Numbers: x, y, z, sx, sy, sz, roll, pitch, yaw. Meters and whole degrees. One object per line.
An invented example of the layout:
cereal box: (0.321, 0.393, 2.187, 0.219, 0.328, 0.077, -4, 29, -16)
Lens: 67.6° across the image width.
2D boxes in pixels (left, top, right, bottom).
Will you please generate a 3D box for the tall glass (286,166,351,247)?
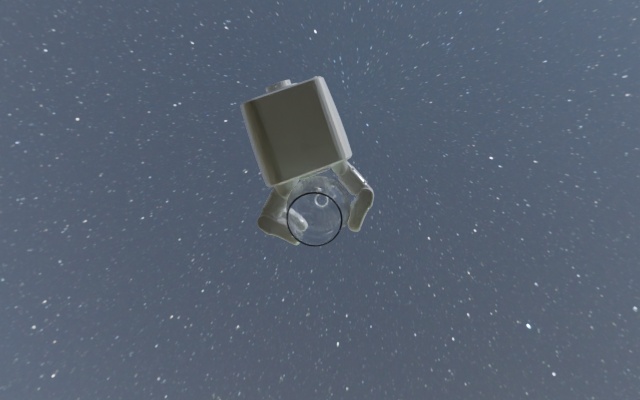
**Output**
tall glass: (0.000, 0.002, 0.616, 0.079, 0.079, 0.201, 0, 11, 4)
